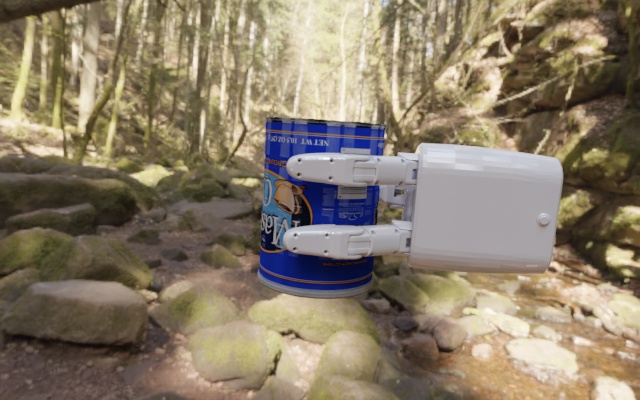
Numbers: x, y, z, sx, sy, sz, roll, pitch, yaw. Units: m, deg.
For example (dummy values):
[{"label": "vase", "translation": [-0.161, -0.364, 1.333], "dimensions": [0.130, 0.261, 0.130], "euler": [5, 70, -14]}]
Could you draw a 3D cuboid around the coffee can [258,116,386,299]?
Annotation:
[{"label": "coffee can", "translation": [0.000, 0.001, 0.416], "dimensions": [0.103, 0.140, 0.103], "euler": [4, 9, -1]}]
